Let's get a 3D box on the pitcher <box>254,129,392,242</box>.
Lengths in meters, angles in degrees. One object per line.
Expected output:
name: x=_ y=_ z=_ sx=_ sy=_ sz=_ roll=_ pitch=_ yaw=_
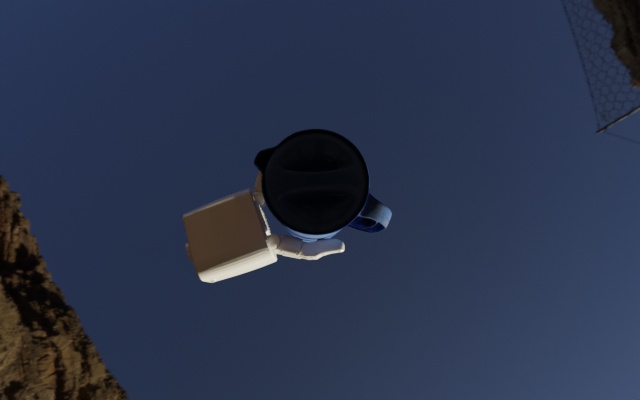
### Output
pitcher: x=0.000 y=0.002 z=0.692 sx=0.145 sy=0.149 sz=0.243 roll=-21 pitch=-9 yaw=-5
